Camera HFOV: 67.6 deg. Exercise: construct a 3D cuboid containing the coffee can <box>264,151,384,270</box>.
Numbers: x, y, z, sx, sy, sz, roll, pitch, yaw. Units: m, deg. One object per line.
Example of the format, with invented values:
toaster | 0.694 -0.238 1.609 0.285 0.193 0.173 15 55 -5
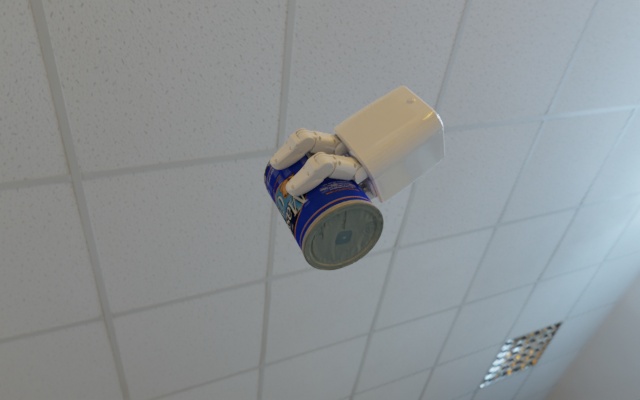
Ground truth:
coffee can | 0.000 0.002 0.595 0.103 0.103 0.140 0 37 -30
